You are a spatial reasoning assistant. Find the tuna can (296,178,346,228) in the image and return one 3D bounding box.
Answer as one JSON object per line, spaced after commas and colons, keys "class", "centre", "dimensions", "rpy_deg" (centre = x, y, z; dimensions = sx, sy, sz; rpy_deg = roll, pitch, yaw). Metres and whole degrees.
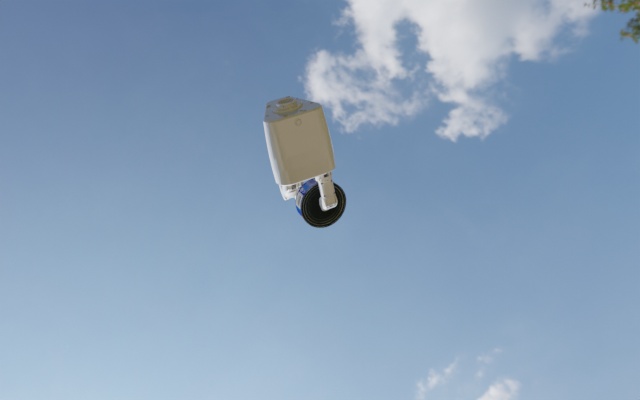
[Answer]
{"class": "tuna can", "centre": [0.000, 0.003, 0.841], "dimensions": [0.086, 0.086, 0.033], "rpy_deg": [0, 20, -24]}
